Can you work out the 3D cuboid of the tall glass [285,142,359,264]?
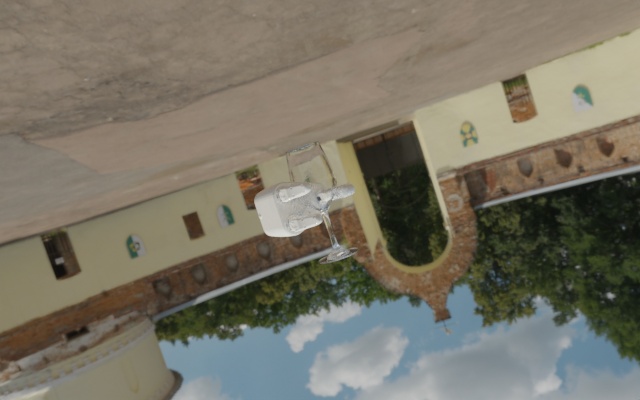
[{"bbox_3d":[0.000,0.003,0.827,0.079,0.201,0.079,-18,3,1],"label":"tall glass"}]
